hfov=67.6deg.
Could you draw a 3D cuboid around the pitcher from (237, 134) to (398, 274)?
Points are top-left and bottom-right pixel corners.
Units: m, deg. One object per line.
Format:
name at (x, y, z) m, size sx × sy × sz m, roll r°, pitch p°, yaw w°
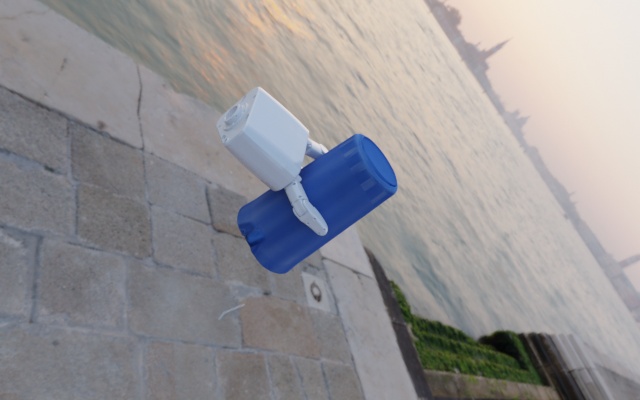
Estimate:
pitcher at (0.000, 0.002, 0.764) m, size 0.243 × 0.149 × 0.145 m, roll -34°, pitch -55°, yaw 23°
